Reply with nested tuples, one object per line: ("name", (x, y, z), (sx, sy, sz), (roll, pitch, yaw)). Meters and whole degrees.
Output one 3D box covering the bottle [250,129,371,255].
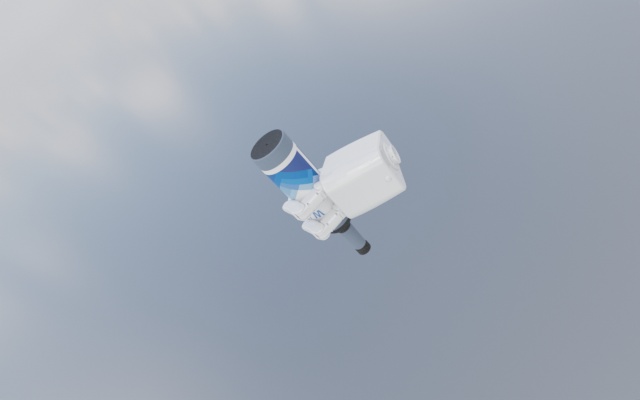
("bottle", (0.000, 0.003, 0.813), (0.069, 0.069, 0.296), (0, -37, 45))
